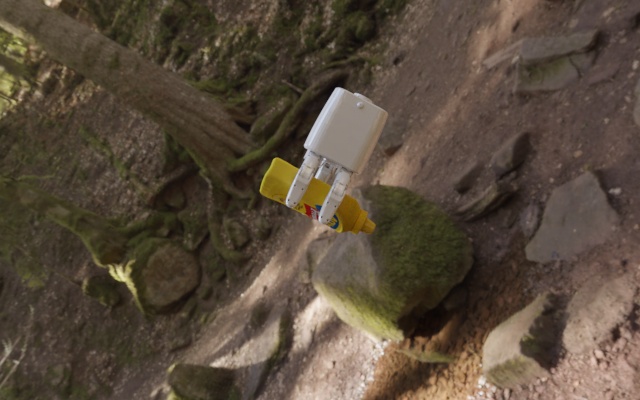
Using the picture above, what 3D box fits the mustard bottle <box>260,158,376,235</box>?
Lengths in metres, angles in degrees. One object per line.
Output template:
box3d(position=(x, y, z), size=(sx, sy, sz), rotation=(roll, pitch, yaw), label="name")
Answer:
box3d(position=(0.000, 0.003, 0.763), size=(0.191, 0.058, 0.096), rotation=(27, -21, -3), label="mustard bottle")
